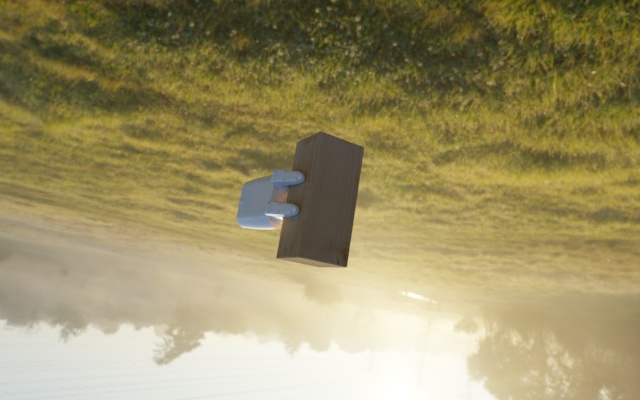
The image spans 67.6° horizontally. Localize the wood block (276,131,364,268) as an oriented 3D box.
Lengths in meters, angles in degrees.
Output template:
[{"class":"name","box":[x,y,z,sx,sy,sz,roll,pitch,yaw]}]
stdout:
[{"class":"wood block","box":[0.000,0.003,0.800,0.091,0.206,0.090,16,-15,-28]}]
